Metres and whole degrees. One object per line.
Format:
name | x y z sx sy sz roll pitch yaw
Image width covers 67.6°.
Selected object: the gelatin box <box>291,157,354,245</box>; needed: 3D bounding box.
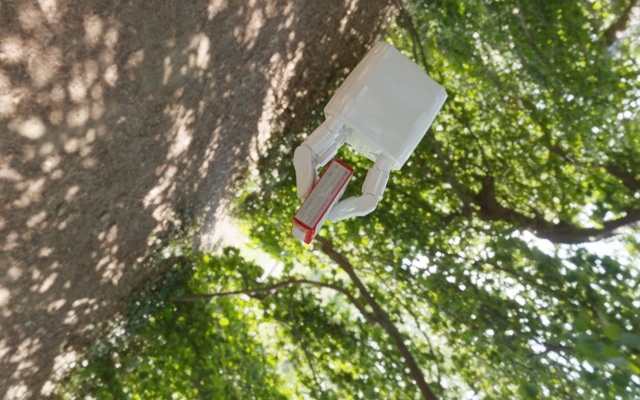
gelatin box | 0.000 0.002 0.556 0.030 0.089 0.073 32 -17 5
